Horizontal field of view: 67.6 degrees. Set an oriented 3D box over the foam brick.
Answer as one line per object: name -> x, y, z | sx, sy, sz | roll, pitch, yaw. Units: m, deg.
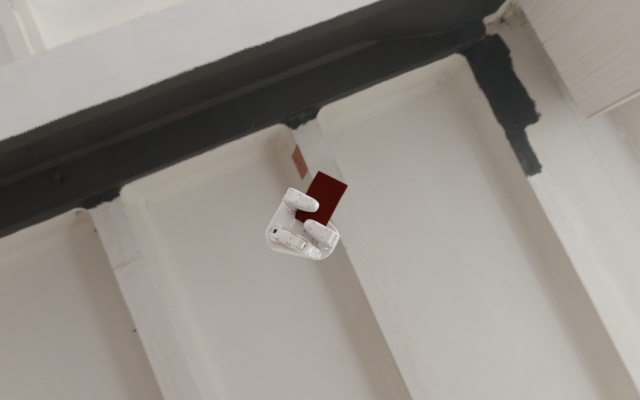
foam brick -> 0.000, 0.002, 0.745 | 0.053, 0.078, 0.051 | 29, -11, 2
